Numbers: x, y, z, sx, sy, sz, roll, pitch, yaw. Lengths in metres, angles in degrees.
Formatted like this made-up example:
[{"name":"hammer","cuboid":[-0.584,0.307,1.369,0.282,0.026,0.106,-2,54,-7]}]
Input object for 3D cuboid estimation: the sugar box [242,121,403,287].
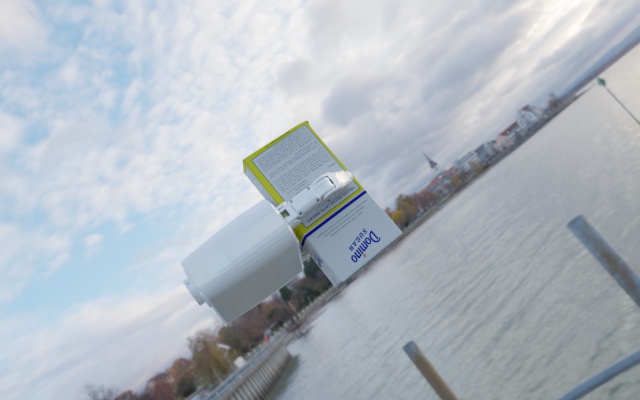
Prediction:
[{"name":"sugar box","cuboid":[0.000,0.002,0.546,0.093,0.176,0.048,-35,-9,-17]}]
